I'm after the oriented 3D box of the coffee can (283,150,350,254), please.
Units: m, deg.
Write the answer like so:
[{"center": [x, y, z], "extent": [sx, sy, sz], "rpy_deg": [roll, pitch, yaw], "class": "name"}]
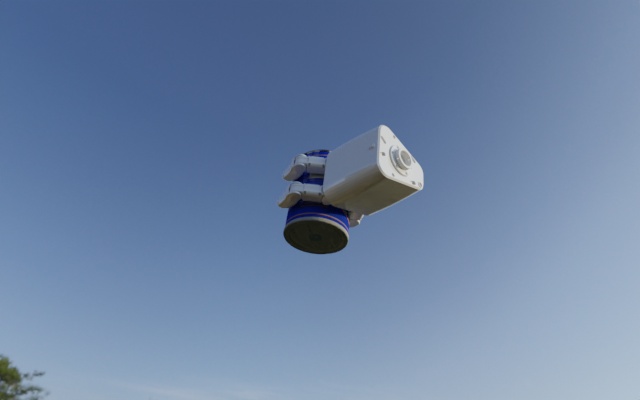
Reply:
[{"center": [0.000, 0.003, 0.782], "extent": [0.103, 0.140, 0.103], "rpy_deg": [5, -35, 4], "class": "coffee can"}]
